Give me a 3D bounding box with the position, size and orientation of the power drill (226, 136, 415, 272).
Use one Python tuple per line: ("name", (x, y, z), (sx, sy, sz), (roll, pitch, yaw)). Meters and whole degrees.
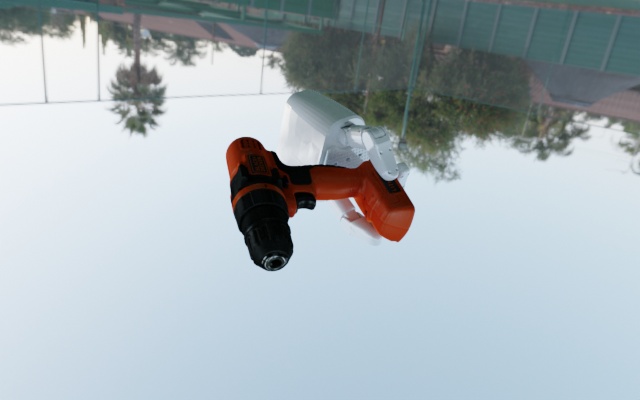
("power drill", (0.000, 0.002, 0.496), (0.187, 0.057, 0.184), (5, 38, -24))
